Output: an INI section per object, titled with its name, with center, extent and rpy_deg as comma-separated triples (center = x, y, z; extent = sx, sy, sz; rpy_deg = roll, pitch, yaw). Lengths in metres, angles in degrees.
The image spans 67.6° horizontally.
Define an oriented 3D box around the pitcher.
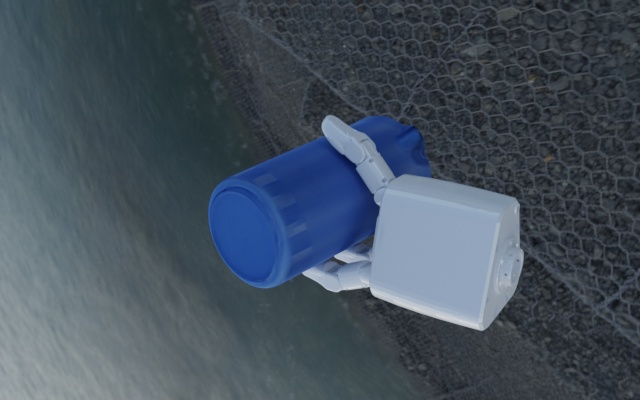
[pitcher]
center = 0.000, 0.002, 0.519
extent = 0.145, 0.149, 0.242
rpy_deg = 17, 28, 36
